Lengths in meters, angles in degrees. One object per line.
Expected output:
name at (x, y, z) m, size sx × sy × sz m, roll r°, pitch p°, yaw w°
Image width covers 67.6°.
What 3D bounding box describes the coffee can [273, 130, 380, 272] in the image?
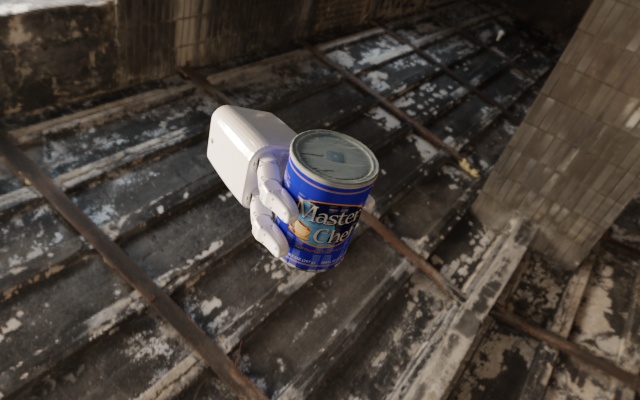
coffee can at (0.000, 0.002, 0.573) m, size 0.103 × 0.140 × 0.102 m, roll 11°, pitch 38°, yaw -9°
